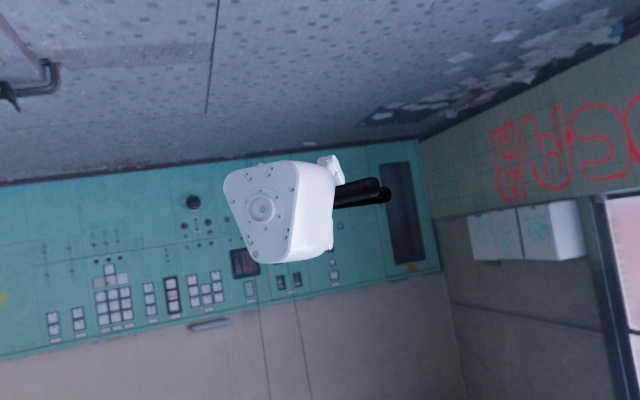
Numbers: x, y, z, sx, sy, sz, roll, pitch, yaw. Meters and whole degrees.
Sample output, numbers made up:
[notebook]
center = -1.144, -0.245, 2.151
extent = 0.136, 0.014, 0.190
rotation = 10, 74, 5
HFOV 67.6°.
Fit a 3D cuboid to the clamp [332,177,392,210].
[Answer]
[clamp]
center = 0.000, 0.003, 0.677
extent = 0.210, 0.036, 0.164
rotation = -10, -7, 20
